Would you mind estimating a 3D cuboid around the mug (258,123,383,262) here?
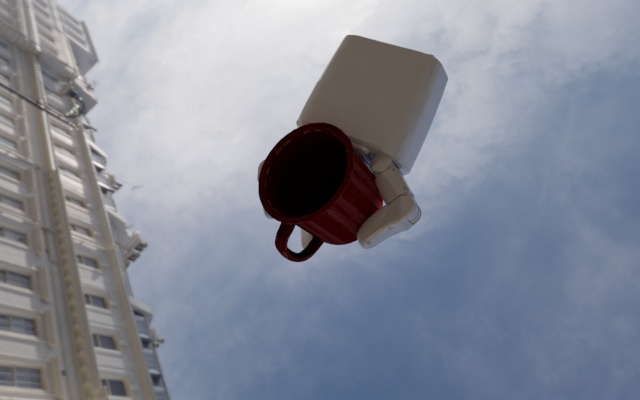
[{"bbox_3d":[0.000,0.003,0.426,0.093,0.117,0.081,19,-12,37],"label":"mug"}]
